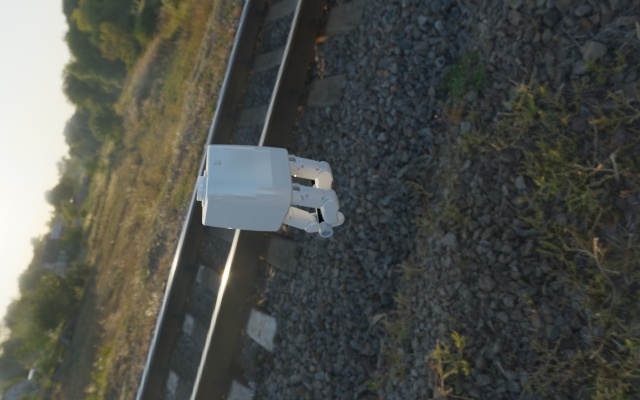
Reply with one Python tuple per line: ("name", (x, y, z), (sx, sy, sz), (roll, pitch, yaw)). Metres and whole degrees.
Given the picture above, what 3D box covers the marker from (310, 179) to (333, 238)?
("marker", (0.000, 0.002, 0.704), (0.020, 0.121, 0.020), (-6, -42, -5))
